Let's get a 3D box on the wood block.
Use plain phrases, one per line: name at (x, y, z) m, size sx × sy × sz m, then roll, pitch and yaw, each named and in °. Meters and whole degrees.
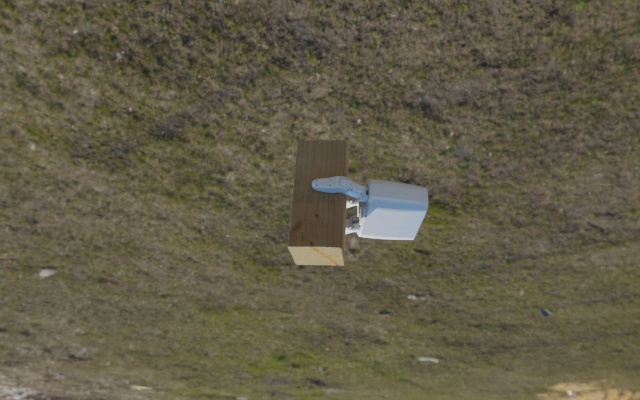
wood block at (0.000, 0.003, 0.852) m, size 0.090 × 0.206 × 0.091 m, roll 0°, pitch -27°, yaw 6°
